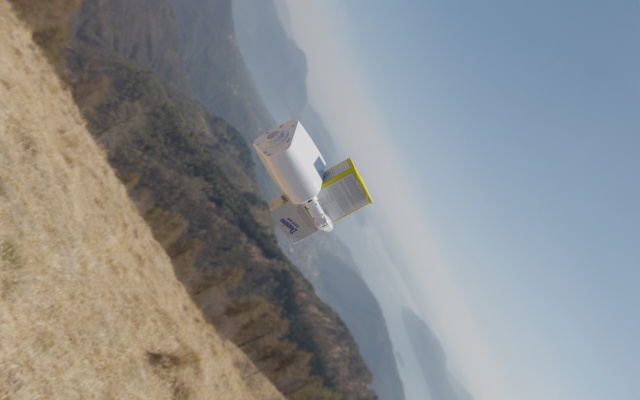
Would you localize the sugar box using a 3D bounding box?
[{"bbox_3d":[0.000,0.002,0.895,0.176,0.093,0.048,-26,33,8],"label":"sugar box"}]
